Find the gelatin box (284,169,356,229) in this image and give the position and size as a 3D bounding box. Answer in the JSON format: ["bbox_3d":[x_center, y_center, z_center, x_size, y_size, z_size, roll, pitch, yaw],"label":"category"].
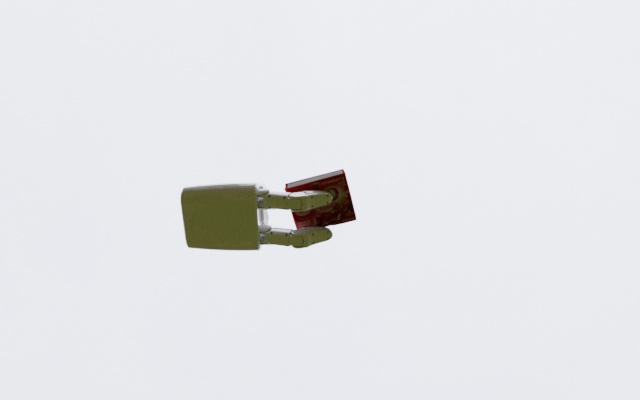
[{"bbox_3d":[0.000,0.002,0.683,0.089,0.073,0.030,-14,18,2],"label":"gelatin box"}]
